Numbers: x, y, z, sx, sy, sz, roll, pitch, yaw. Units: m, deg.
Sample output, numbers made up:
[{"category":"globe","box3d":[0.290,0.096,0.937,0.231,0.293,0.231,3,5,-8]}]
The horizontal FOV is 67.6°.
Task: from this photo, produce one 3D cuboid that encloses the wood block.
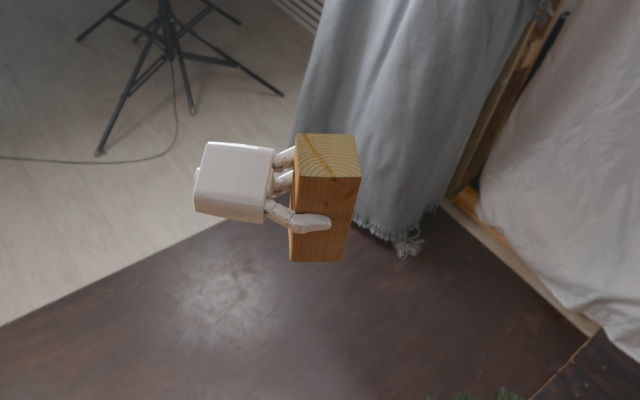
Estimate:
[{"category":"wood block","box3d":[0.000,0.003,0.755,0.090,0.090,0.206,0,-41,-8]}]
